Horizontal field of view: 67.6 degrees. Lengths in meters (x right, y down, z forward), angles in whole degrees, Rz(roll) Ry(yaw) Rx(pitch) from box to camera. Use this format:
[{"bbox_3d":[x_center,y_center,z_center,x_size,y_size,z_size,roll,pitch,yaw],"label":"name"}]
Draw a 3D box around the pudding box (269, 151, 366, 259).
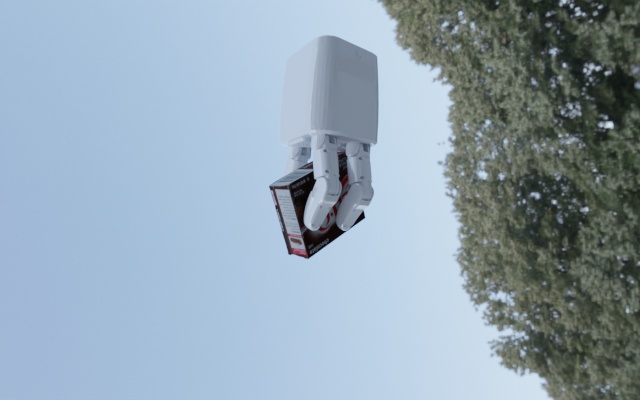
[{"bbox_3d":[0.000,0.002,0.557,0.039,0.090,0.113,5,27,45],"label":"pudding box"}]
